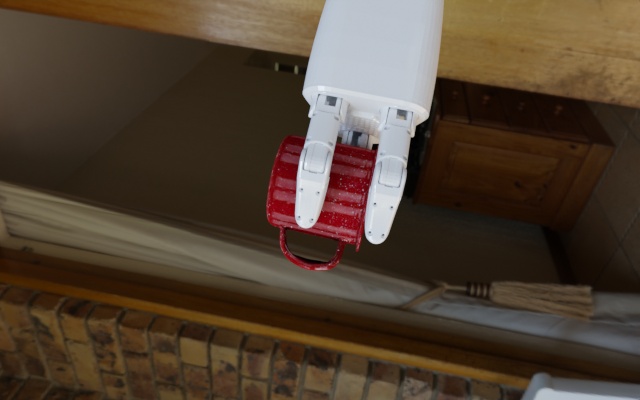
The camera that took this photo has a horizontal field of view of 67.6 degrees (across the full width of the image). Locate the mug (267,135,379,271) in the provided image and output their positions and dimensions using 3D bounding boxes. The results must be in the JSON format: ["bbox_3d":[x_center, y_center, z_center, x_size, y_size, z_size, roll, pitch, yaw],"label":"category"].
[{"bbox_3d":[0.000,0.003,0.409,0.081,0.117,0.093,12,-11,5],"label":"mug"}]
